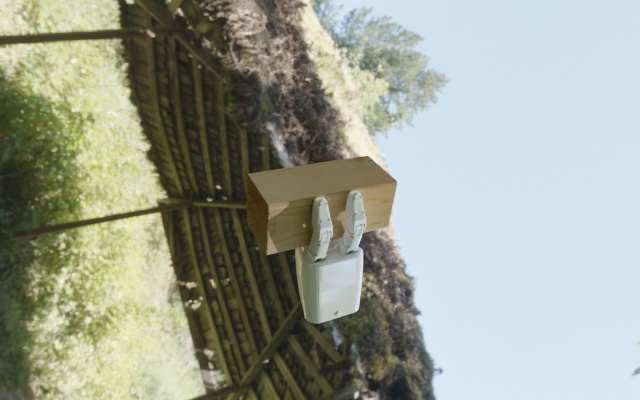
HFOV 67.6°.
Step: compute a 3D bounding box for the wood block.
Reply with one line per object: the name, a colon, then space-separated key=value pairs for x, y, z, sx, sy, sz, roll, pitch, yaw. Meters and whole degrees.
wood block: x=0.000 y=0.003 z=0.726 sx=0.206 sy=0.090 sz=0.090 roll=-11 pitch=36 yaw=-25
